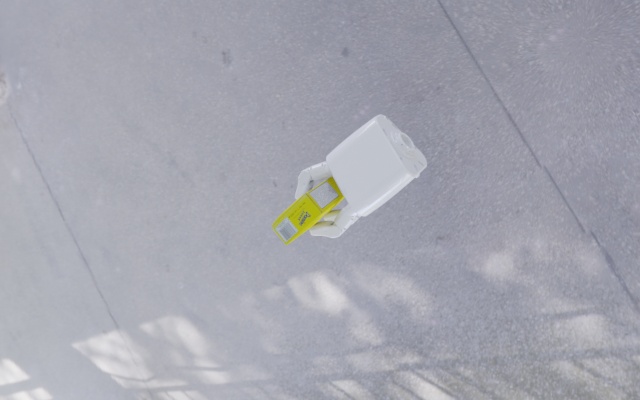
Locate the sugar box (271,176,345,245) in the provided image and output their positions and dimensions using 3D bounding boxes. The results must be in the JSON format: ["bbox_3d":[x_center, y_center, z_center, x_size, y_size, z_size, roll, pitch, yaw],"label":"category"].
[{"bbox_3d":[0.001,0.003,0.786,0.093,0.048,0.176,-42,-5,33],"label":"sugar box"}]
